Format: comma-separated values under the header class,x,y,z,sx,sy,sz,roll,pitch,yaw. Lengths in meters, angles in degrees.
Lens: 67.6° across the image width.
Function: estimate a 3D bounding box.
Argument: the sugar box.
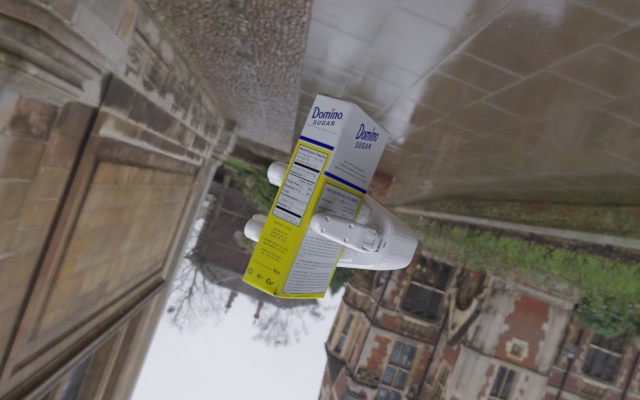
class,x,y,z,sx,sy,sz,roll,pitch,yaw
sugar box,0.000,0.001,0.439,0.048,0.176,0.093,20,-1,29
